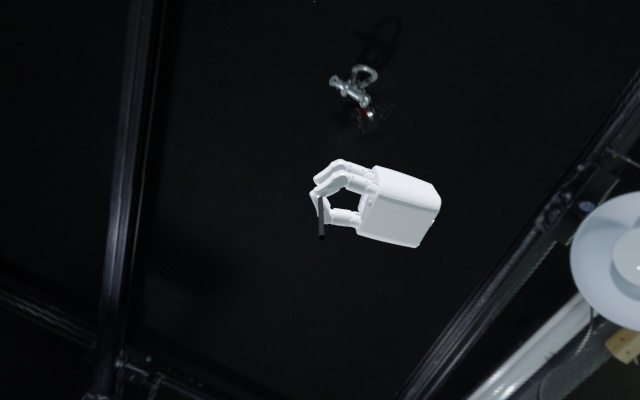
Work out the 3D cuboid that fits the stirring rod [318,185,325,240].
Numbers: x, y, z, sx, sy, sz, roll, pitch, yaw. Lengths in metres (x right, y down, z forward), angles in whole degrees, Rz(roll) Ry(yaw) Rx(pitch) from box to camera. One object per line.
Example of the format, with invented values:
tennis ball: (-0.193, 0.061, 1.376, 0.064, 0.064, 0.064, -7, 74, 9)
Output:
stirring rod: (0.000, 0.003, 0.737, 0.011, 0.011, 0.239, 0, 23, -1)
